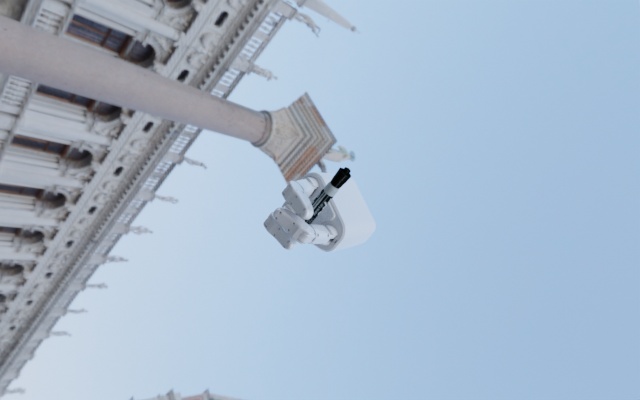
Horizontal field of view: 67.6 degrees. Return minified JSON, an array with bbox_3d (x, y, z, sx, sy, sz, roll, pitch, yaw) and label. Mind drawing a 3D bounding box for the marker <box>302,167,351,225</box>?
[{"bbox_3d":[0.000,0.002,0.636,0.020,0.121,0.020,32,25,-17],"label":"marker"}]
